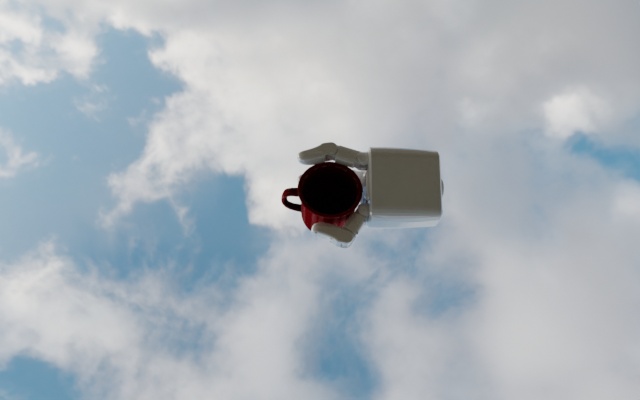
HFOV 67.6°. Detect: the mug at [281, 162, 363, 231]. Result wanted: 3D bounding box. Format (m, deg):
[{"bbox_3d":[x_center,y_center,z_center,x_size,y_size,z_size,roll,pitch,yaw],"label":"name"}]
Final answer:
[{"bbox_3d":[-0.001,0.002,0.712,0.117,0.093,0.081,1,-29,-2],"label":"mug"}]
